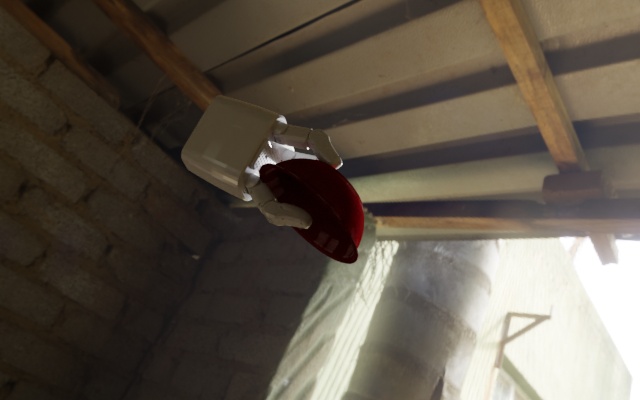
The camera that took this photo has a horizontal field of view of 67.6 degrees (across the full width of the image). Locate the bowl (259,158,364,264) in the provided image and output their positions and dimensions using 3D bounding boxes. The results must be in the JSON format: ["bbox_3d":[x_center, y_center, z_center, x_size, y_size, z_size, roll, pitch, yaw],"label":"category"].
[{"bbox_3d":[0.001,0.002,0.586,0.055,0.162,0.162,-44,18,-20],"label":"bowl"}]
